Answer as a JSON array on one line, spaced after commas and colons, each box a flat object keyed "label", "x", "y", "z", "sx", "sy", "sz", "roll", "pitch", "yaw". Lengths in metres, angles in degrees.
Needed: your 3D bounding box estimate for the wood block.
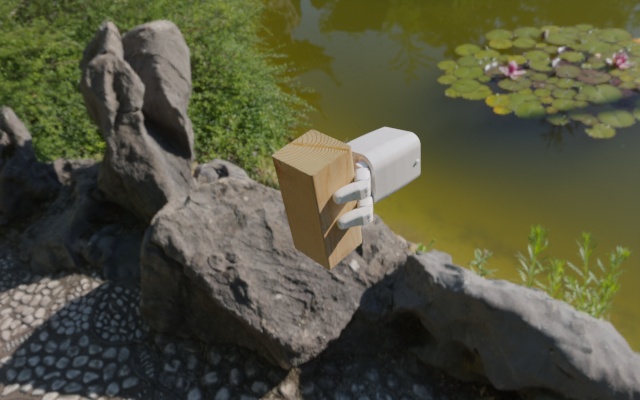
[{"label": "wood block", "x": 0.000, "y": 0.002, "z": 0.785, "sx": 0.090, "sy": 0.206, "sz": 0.090, "roll": -37, "pitch": 47, "yaw": -28}]
